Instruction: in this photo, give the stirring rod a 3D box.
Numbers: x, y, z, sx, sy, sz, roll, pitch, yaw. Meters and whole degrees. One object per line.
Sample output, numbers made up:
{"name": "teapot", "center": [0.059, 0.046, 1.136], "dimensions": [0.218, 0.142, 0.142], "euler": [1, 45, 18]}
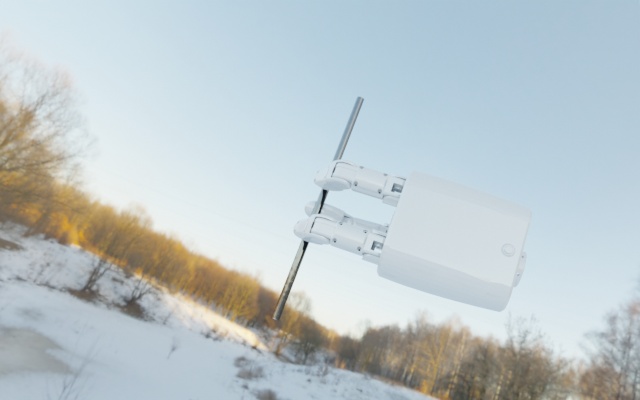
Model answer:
{"name": "stirring rod", "center": [0.000, 0.002, 0.472], "dimensions": [0.011, 0.239, 0.011], "euler": [20, -14, 5]}
